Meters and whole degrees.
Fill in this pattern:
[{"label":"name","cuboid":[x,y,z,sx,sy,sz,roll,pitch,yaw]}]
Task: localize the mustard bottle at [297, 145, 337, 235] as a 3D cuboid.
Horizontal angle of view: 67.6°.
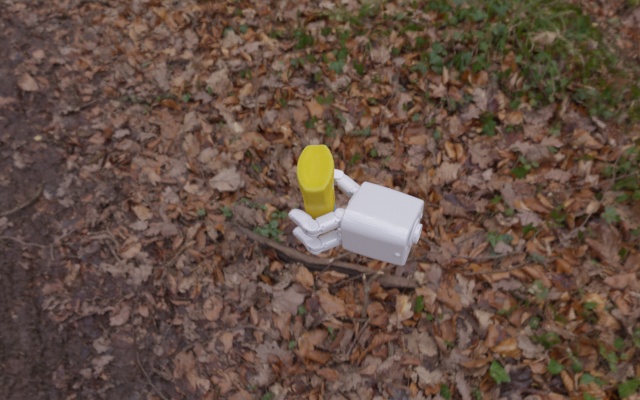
[{"label":"mustard bottle","cuboid":[0.000,0.002,0.803,0.058,0.096,0.192,-3,-36,4]}]
